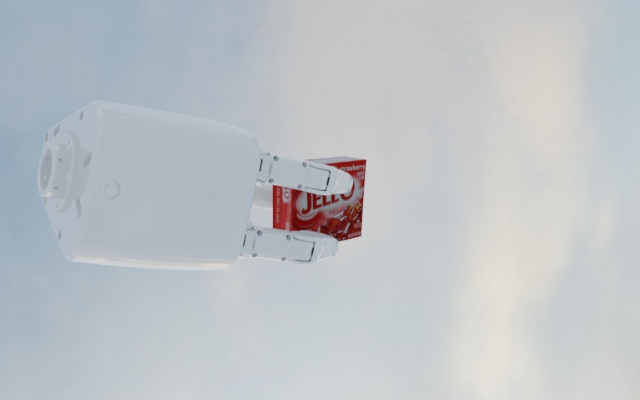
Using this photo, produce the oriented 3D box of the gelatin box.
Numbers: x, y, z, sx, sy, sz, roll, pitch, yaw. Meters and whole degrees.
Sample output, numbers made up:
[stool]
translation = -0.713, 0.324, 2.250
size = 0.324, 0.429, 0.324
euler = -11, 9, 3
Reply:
[gelatin box]
translation = 0.000, 0.001, 0.415
size = 0.089, 0.073, 0.030
euler = -10, 18, -43
